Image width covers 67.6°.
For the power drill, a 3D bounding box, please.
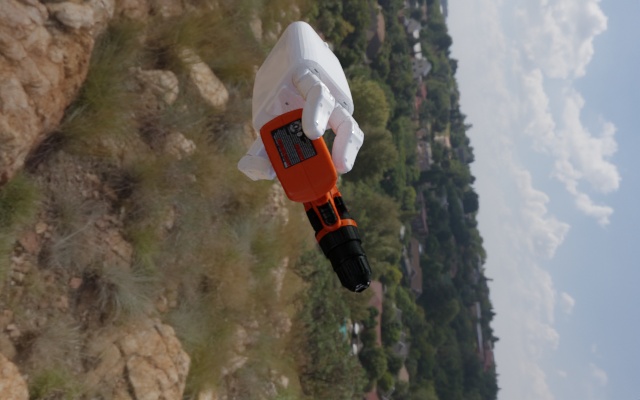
[{"bbox_3d":[0.000,0.001,0.536,0.057,0.184,0.188,-25,-28,-1],"label":"power drill"}]
